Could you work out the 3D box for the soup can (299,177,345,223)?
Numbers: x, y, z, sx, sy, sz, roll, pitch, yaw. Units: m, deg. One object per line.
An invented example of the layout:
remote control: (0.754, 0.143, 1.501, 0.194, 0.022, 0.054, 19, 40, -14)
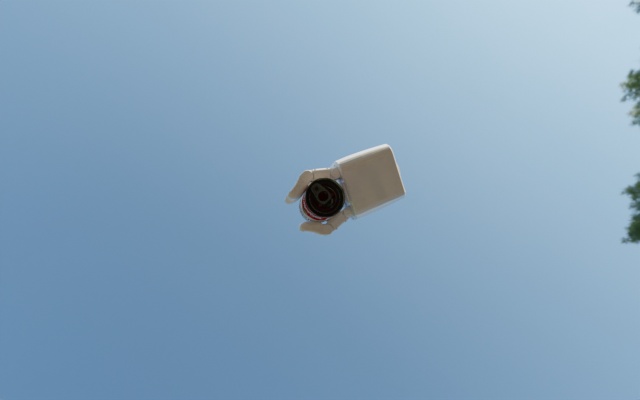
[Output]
soup can: (0.000, 0.003, 0.840, 0.068, 0.068, 0.102, 0, -9, -9)
